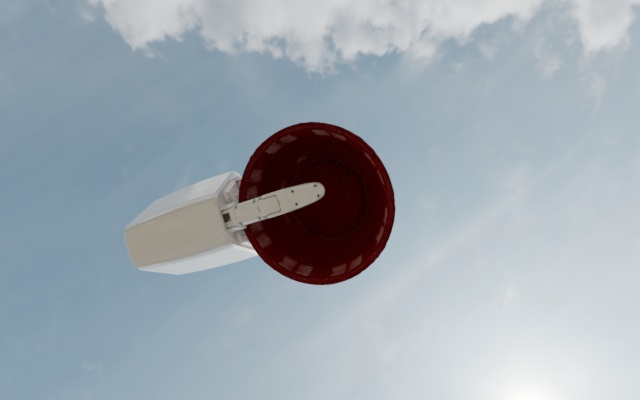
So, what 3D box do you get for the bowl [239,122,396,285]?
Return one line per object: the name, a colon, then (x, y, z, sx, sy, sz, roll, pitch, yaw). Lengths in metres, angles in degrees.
bowl: (0.001, 0.002, 0.491, 0.162, 0.162, 0.055, 0, 7, 18)
